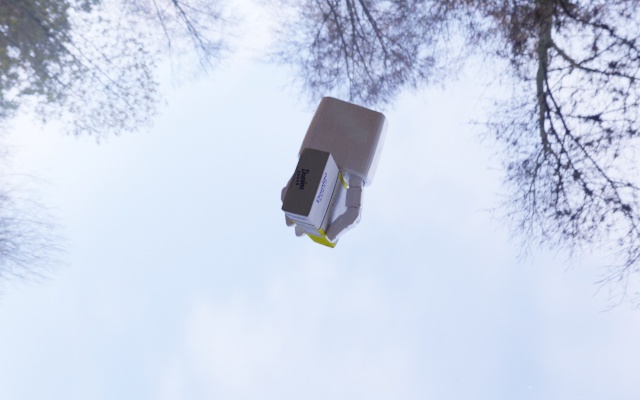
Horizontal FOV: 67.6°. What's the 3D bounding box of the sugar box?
[{"bbox_3d":[0.000,0.002,0.688,0.048,0.093,0.176,14,-15,20],"label":"sugar box"}]
